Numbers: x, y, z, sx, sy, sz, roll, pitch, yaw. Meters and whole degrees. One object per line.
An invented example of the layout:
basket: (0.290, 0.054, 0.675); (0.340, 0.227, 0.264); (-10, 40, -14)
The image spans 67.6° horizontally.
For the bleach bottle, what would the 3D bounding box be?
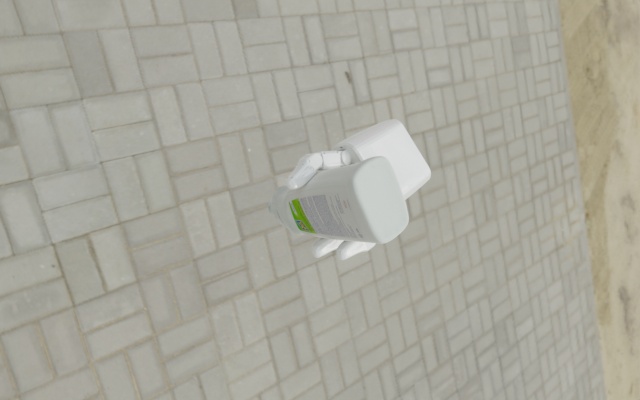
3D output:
bleach bottle: (0.000, 0.002, 0.646); (0.068, 0.102, 0.251); (-33, 18, -32)
